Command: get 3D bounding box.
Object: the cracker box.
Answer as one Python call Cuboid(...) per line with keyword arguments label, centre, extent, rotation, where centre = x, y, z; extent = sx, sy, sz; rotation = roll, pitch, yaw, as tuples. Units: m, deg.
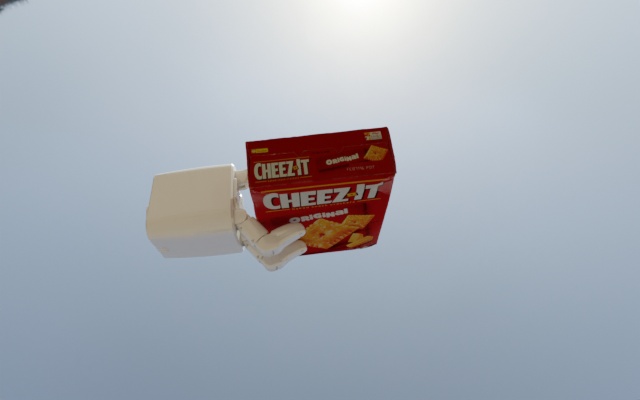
Cuboid(label="cracker box", centre=(0.000, 0.002, 0.613), extent=(0.164, 0.072, 0.214), rotation=(-7, -27, -4))
